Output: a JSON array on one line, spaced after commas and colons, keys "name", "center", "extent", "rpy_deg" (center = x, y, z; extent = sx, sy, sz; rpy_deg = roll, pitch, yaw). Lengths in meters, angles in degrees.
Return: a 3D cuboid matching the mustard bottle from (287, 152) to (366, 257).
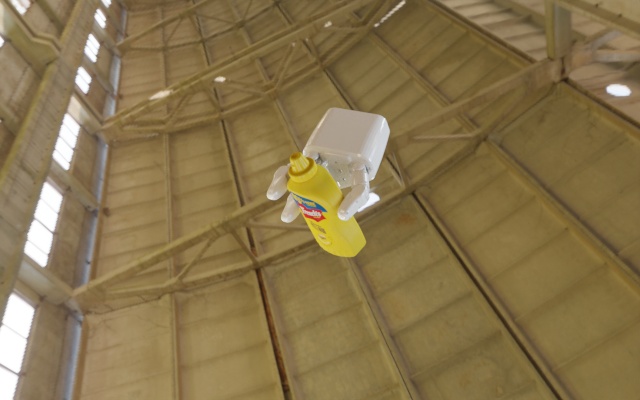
[{"name": "mustard bottle", "center": [0.000, 0.003, 0.722], "extent": [0.058, 0.192, 0.096], "rpy_deg": [-45, 43, -20]}]
